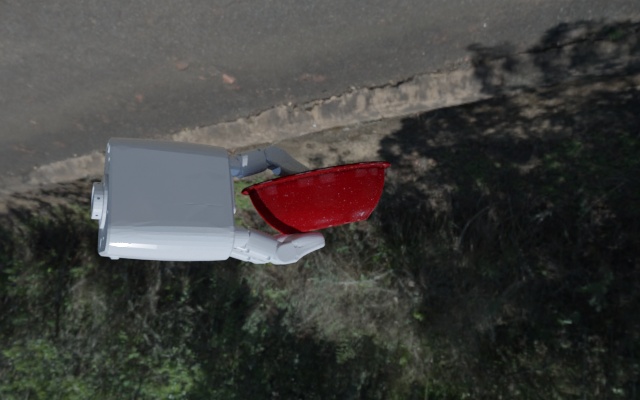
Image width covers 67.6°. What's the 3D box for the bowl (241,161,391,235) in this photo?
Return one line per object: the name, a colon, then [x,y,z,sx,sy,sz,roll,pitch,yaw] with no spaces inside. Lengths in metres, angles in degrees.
bowl: [0.001,0.002,0.510,0.162,0.055,0.162,-11,-3,-1]
